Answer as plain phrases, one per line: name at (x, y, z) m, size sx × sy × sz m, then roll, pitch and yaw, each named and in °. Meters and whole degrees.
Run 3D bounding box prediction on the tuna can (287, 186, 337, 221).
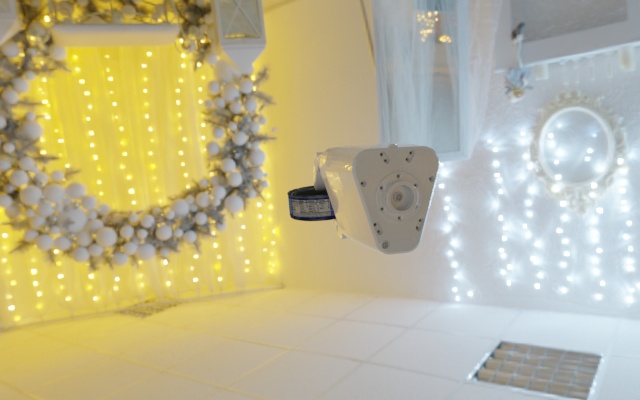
tuna can at (0.000, 0.003, 0.632) m, size 0.086 × 0.034 × 0.086 m, roll -4°, pitch 10°, yaw 1°
